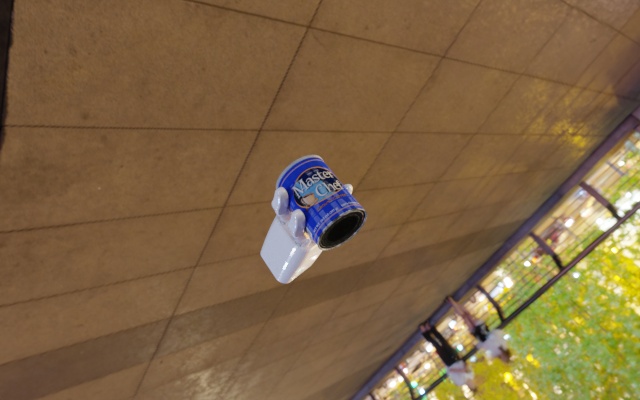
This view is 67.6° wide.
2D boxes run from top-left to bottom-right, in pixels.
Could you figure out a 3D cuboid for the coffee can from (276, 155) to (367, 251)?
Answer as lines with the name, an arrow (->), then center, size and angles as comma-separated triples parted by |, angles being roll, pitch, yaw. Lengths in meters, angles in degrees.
coffee can -> 0.000, 0.003, 0.845 | 0.103, 0.103, 0.140 | 0, 44, -50
